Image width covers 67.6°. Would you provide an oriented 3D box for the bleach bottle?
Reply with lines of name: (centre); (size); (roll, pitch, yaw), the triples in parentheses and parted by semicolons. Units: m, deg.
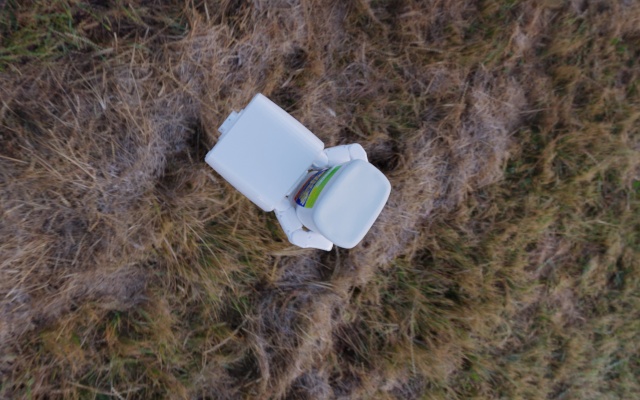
bleach bottle: (0.000, 0.002, 0.648); (0.068, 0.102, 0.251); (39, -11, -14)
